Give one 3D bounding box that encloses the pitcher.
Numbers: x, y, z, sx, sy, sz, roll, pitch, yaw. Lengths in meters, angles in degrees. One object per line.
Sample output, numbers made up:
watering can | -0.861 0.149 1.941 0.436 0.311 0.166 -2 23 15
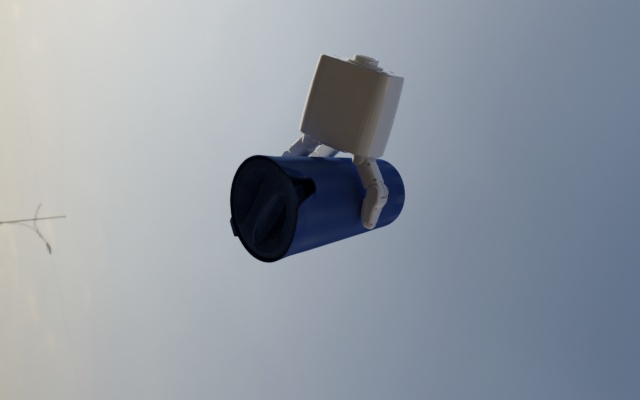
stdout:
pitcher | 0.000 0.002 0.671 0.243 0.145 0.149 -8 30 -45
